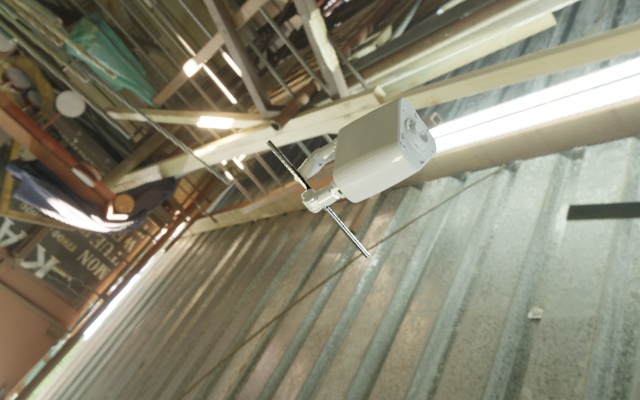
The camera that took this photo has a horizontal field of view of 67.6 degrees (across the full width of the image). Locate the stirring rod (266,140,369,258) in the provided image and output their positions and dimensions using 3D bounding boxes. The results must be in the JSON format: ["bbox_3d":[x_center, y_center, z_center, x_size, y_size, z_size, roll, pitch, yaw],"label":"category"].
[{"bbox_3d":[0.000,0.002,0.715,0.011,0.239,0.011,-35,20,15],"label":"stirring rod"}]
